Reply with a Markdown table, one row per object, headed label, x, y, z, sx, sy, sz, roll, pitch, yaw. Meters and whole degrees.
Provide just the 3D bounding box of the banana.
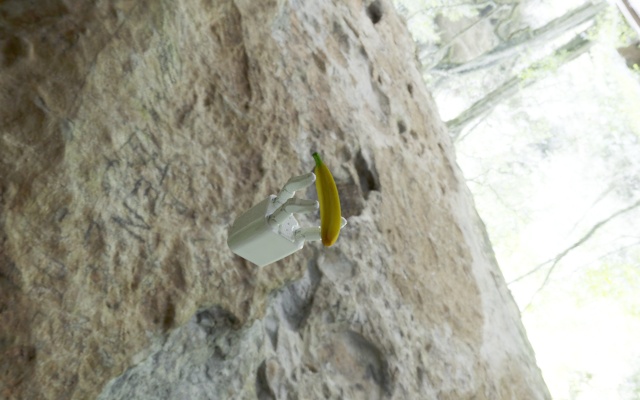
| label | x | y | z | sx | sy | sz | roll | pitch | yaw |
| --- | --- | --- | --- | --- | --- | --- | --- | --- | --- |
| banana | 0.010 | 0.007 | 0.885 | 0.037 | 0.197 | 0.070 | -26 | -36 | 24 |
